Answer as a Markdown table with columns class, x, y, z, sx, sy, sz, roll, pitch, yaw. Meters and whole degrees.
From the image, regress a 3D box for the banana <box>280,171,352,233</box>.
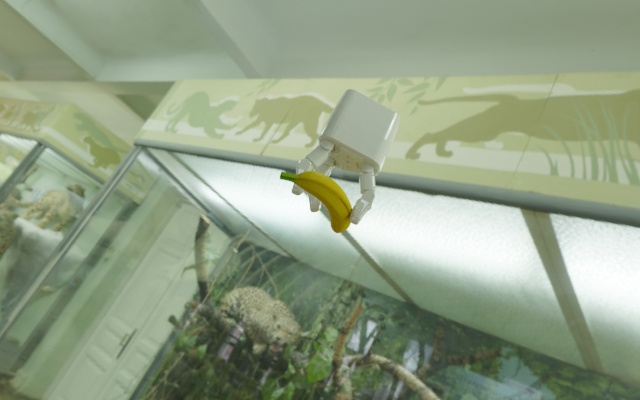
| class | x | y | z | sx | sy | sz | roll | pitch | yaw |
| --- | --- | --- | --- | --- | --- | --- | --- | --- | --- |
| banana | 0.014 | 0.003 | 0.752 | 0.069 | 0.037 | 0.198 | 8 | -25 | 33 |
